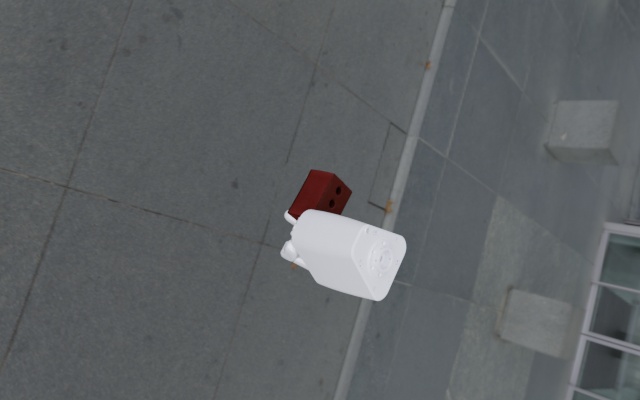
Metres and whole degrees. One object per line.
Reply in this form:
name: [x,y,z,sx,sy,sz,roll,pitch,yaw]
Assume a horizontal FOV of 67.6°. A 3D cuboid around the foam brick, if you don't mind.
foam brick: [0.000,0.002,0.696,0.051,0.078,0.053,10,-24,45]
